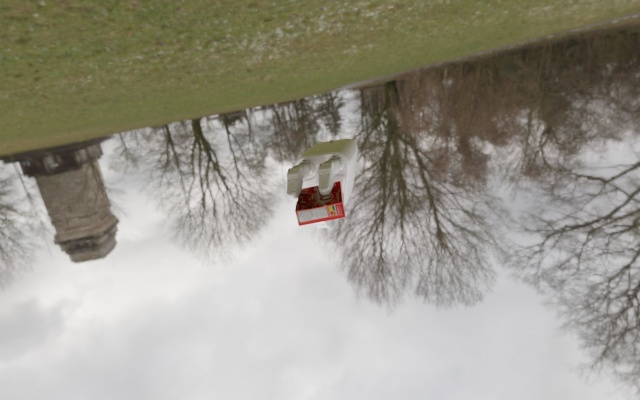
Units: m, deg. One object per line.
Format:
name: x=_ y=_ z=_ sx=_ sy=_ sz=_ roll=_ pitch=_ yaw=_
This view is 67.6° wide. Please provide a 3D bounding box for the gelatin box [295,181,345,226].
gelatin box: x=0.000 y=0.003 z=0.752 sx=0.073 sy=0.030 sz=0.089 roll=-11 pitch=23 yaw=6
